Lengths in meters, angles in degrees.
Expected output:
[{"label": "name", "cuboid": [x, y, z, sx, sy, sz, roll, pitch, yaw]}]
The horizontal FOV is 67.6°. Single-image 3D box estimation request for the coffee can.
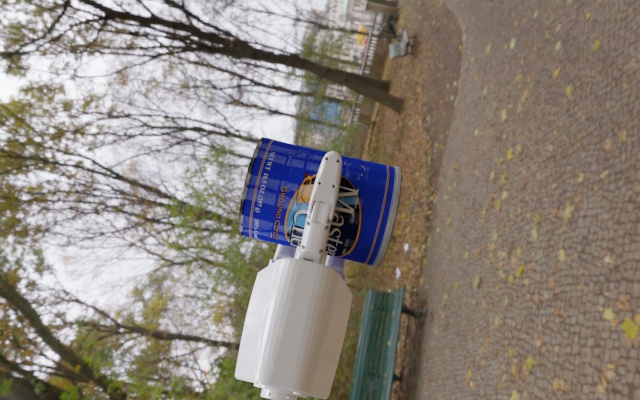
[{"label": "coffee can", "cuboid": [0.000, 0.001, 0.477, 0.140, 0.103, 0.103, 13, 0, 1]}]
